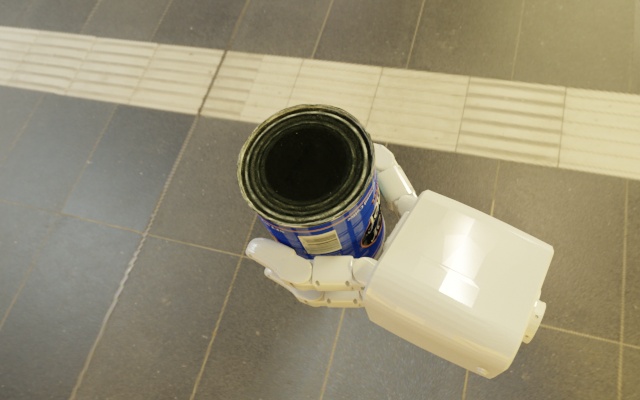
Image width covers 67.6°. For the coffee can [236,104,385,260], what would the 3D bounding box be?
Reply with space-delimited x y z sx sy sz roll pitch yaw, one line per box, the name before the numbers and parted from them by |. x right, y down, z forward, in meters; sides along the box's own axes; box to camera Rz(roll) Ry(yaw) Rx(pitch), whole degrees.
coffee can | 0.000 0.001 0.405 0.103 0.102 0.140 0 -25 11
